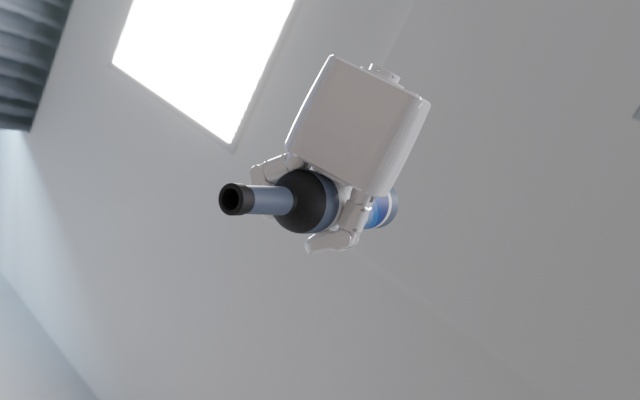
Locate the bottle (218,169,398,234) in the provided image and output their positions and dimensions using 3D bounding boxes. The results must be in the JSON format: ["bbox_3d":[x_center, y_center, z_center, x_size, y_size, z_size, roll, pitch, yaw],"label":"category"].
[{"bbox_3d":[0.000,0.002,0.521,0.069,0.069,0.296,0,-1,31],"label":"bottle"}]
